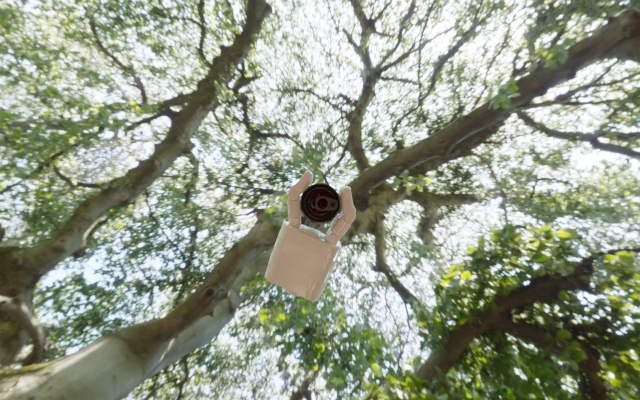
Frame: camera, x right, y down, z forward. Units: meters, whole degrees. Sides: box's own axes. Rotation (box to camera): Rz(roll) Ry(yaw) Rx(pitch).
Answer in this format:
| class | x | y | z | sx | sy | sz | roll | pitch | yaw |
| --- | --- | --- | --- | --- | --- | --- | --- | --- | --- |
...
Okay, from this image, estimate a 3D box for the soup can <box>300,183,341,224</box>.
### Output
| class | x | y | z | sx | sy | sz | roll | pitch | yaw |
| --- | --- | --- | --- | --- | --- | --- | --- | --- | --- |
| soup can | 0.000 | 0.002 | 0.834 | 0.068 | 0.068 | 0.102 | 0 | 3 | 0 |
